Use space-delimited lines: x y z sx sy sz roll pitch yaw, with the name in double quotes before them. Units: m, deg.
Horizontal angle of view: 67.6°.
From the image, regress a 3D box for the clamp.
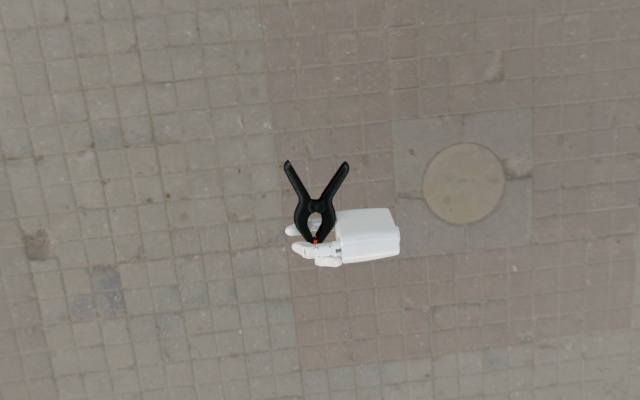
"clamp" 0.000 0.003 0.885 0.120 0.171 0.039 -7 14 -2
